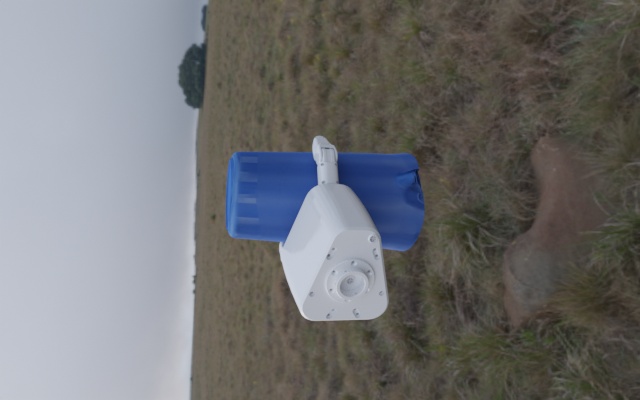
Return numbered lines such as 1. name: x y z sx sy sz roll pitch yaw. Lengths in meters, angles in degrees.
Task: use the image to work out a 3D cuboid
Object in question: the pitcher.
1. pitcher: 0.000 0.002 0.631 0.243 0.149 0.145 3 24 -15
